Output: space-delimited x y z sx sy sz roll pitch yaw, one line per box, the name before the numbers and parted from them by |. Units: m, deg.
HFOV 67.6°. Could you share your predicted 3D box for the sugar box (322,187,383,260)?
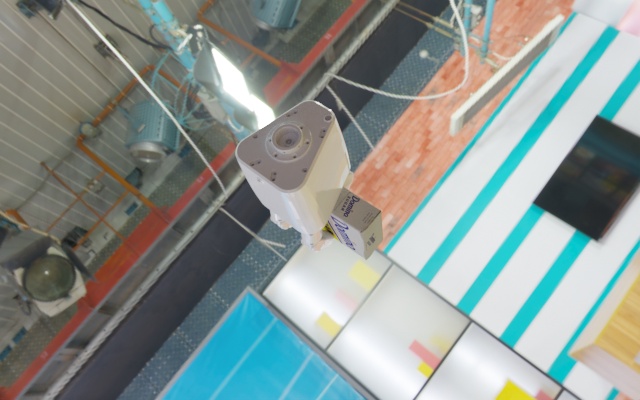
sugar box | 0.000 0.002 0.634 0.176 0.048 0.093 36 -17 24
